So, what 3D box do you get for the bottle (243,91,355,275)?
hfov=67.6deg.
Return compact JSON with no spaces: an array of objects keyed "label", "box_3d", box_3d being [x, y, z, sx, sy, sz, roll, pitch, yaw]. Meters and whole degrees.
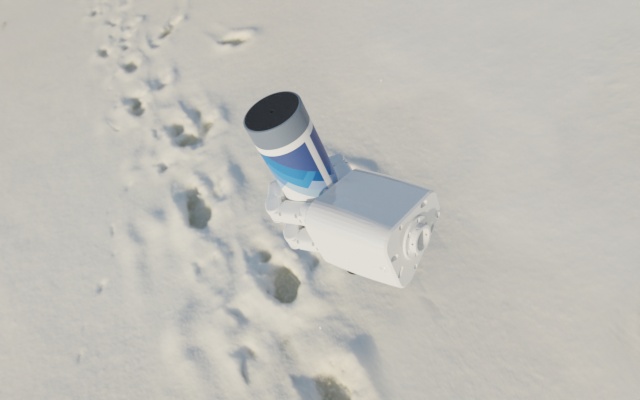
[{"label":"bottle","box_3d":[0.000,0.002,0.596,0.069,0.069,0.296,0,-40,27]}]
